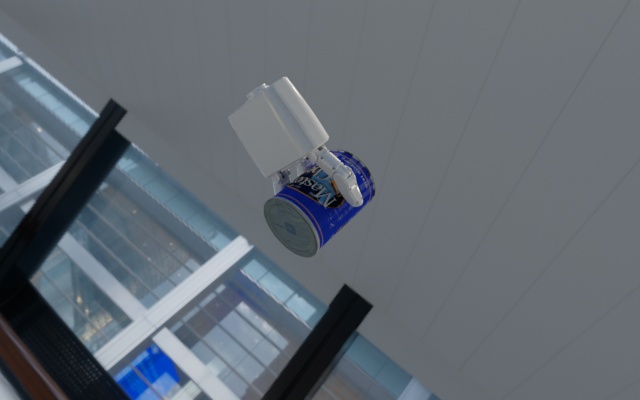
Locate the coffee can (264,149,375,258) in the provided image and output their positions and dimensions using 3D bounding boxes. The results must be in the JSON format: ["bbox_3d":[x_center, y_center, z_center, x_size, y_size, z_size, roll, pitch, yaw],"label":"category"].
[{"bbox_3d":[0.000,0.003,0.714,0.103,0.103,0.140,0,33,50],"label":"coffee can"}]
